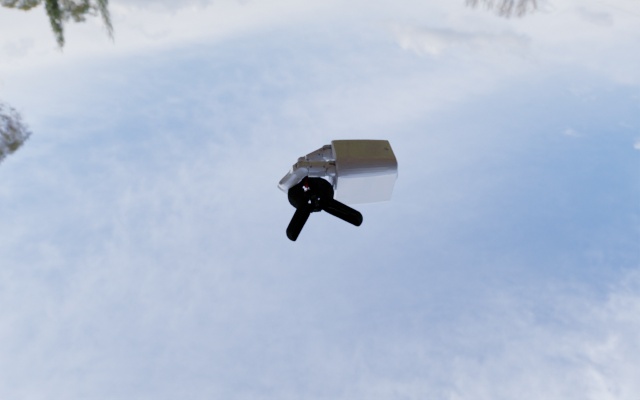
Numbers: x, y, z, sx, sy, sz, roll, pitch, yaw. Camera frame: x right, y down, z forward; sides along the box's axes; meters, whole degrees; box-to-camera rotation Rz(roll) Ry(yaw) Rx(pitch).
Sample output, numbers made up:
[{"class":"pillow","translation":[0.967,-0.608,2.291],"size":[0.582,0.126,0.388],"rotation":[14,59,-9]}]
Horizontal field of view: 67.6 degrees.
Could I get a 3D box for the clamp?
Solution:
[{"class":"clamp","translation":[0.000,0.003,0.784],"size":[0.120,0.039,0.171],"rotation":[-3,36,-5]}]
